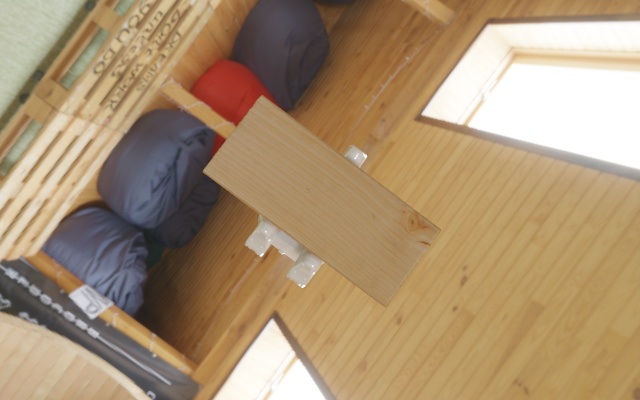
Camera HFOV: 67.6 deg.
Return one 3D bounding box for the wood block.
[{"bbox_3d":[0.000,0.001,0.474,0.206,0.091,0.090,37,-4,-2],"label":"wood block"}]
